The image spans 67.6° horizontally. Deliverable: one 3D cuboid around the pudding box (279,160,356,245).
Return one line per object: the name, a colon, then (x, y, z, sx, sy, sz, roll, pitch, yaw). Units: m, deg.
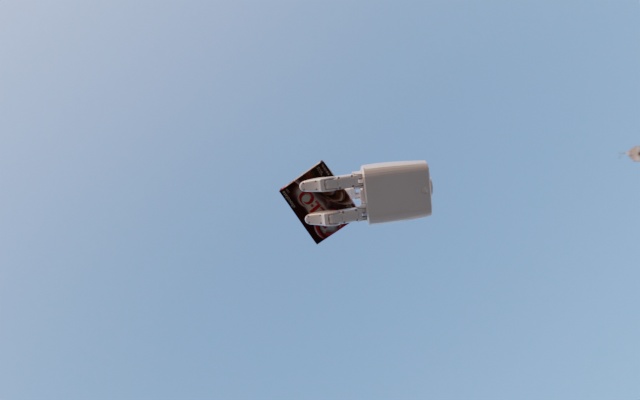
pudding box: (0.000, 0.003, 0.797, 0.090, 0.113, 0.039, -35, 4, 7)
